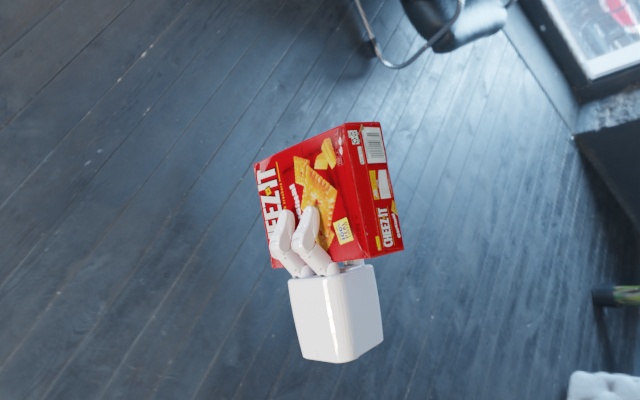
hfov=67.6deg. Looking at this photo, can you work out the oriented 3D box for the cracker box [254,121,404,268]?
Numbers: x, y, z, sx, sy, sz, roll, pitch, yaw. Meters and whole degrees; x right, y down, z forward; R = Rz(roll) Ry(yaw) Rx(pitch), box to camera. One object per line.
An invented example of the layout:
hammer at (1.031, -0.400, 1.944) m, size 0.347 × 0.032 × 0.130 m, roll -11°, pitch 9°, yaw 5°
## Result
cracker box at (0.000, 0.002, 0.646) m, size 0.072 × 0.164 × 0.214 m, roll -7°, pitch -5°, yaw -40°
